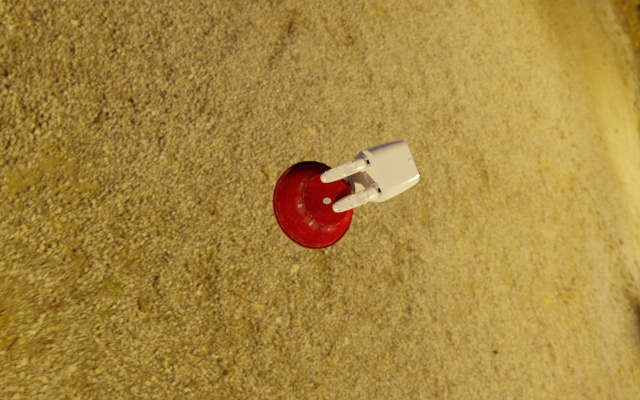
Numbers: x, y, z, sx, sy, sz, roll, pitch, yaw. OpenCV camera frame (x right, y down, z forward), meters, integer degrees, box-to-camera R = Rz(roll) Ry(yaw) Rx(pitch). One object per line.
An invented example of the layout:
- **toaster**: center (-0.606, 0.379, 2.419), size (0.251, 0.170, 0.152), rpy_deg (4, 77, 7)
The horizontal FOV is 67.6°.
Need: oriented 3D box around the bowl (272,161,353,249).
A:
- **bowl**: center (-0.001, 0.003, 0.835), size (0.162, 0.162, 0.055), rpy_deg (0, -10, -27)
